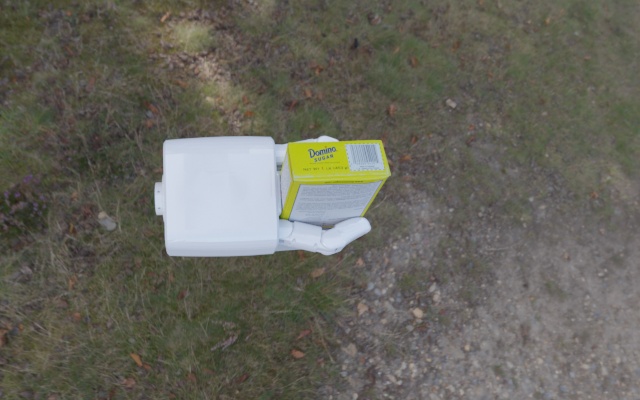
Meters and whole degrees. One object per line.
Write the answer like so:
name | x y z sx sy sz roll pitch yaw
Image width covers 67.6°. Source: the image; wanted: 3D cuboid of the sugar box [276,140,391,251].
sugar box | 0.000 0.001 0.503 0.093 0.048 0.176 -2 -23 -15
